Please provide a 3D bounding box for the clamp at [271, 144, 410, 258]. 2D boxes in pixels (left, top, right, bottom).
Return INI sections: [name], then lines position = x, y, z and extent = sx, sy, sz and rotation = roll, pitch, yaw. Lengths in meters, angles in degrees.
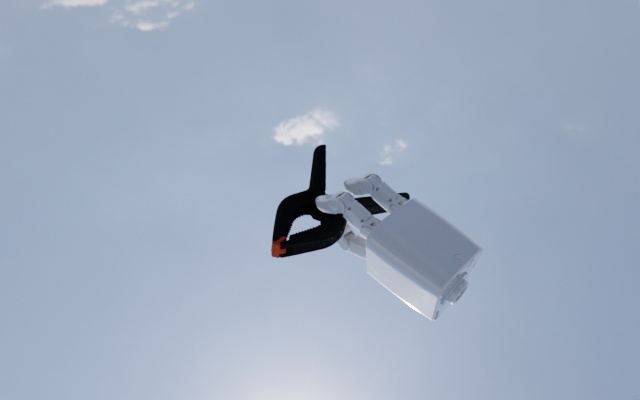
[clamp]
position = 0.000, 0.003, 0.655
extent = 0.164, 0.036, 0.210
rotation = 38, 52, 26
